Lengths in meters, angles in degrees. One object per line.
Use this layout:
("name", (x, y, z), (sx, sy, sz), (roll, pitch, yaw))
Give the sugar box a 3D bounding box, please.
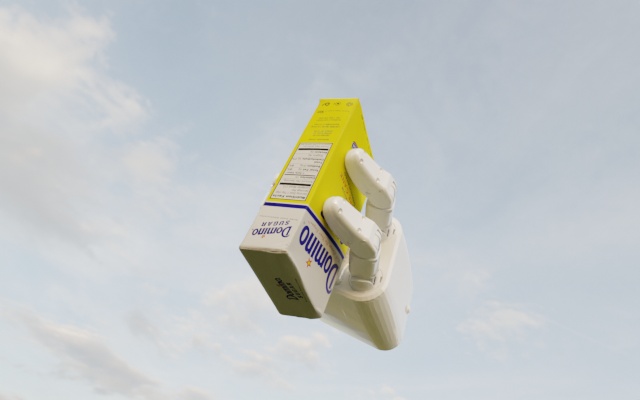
("sugar box", (0.001, 0.001, 0.407), (0.048, 0.176, 0.093), (2, -42, 23))
